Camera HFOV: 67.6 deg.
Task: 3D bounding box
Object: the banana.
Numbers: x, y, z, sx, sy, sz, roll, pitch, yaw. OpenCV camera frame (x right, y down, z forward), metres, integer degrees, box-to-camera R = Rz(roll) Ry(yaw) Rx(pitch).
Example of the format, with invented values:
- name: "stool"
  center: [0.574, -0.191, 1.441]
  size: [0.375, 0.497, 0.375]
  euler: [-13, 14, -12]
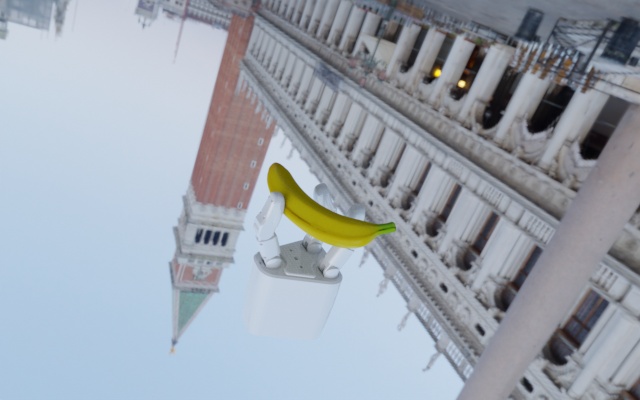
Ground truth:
- name: "banana"
  center: [-0.009, 0.009, 0.577]
  size: [0.197, 0.037, 0.069]
  euler: [30, 36, 30]
